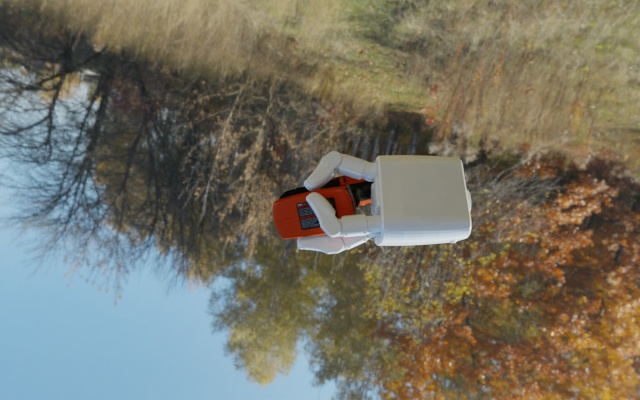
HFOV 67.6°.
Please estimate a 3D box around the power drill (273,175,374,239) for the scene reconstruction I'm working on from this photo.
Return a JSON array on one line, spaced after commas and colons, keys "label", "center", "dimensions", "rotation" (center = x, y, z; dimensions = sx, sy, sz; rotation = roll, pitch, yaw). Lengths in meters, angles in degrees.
[{"label": "power drill", "center": [0.000, 0.002, 0.683], "dimensions": [0.184, 0.057, 0.187], "rotation": [-12, 8, 19]}]
